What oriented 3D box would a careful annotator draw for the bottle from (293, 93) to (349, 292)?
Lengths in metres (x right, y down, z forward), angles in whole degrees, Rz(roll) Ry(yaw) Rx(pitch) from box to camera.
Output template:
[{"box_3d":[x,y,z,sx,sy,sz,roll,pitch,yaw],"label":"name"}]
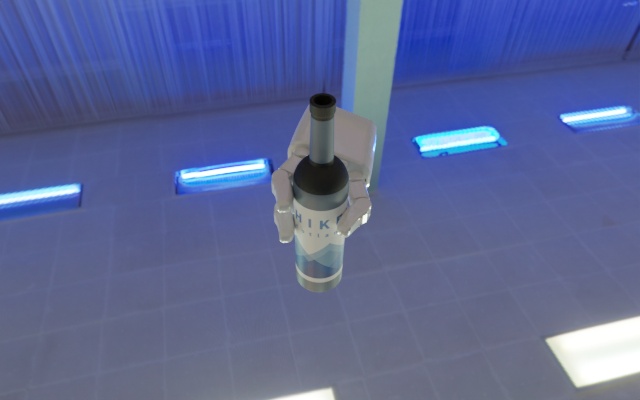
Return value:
[{"box_3d":[0.000,0.002,0.588,0.069,0.069,0.296,1,-45,-1],"label":"bottle"}]
